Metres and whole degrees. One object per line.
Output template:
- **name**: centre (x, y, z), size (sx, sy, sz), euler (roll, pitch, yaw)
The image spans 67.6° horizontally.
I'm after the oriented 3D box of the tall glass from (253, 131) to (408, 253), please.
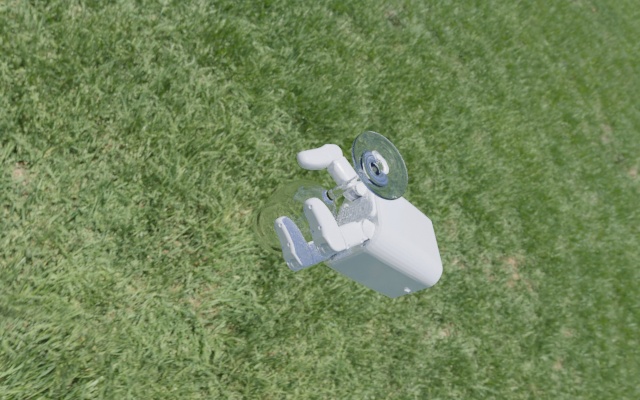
- **tall glass**: centre (0.000, 0.001, 0.538), size (0.079, 0.079, 0.201), euler (0, -21, -41)
